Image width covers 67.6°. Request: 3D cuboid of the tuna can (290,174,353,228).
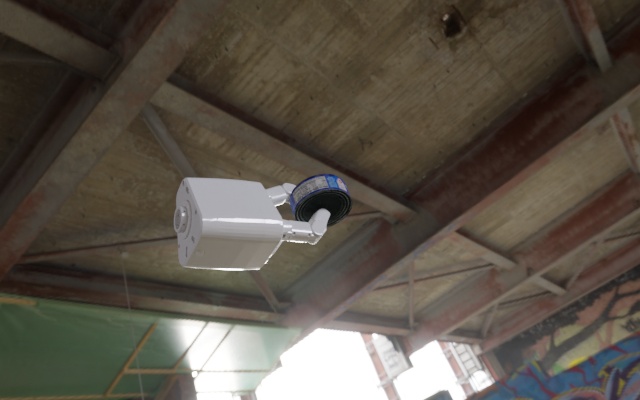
[{"bbox_3d":[0.000,0.002,0.679,0.086,0.033,0.086,-12,-38,-10],"label":"tuna can"}]
